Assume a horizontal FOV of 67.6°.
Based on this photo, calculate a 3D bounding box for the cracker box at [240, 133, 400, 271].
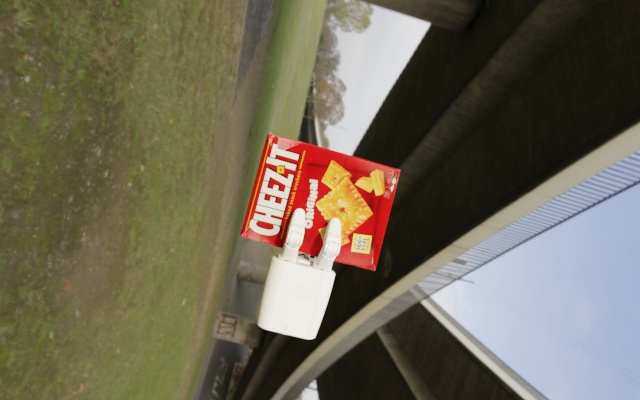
[{"bbox_3d":[0.000,0.002,0.742,0.214,0.164,0.072,15,0,-7],"label":"cracker box"}]
